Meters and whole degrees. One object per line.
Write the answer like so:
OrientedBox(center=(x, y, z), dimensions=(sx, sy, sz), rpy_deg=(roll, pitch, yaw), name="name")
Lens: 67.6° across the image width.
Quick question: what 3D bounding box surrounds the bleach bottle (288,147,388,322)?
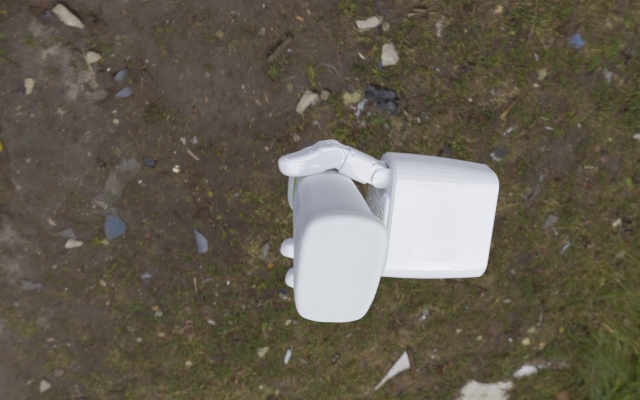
OrientedBox(center=(0.000, 0.002, 0.472), dimensions=(0.068, 0.103, 0.250), rpy_deg=(5, 26, -10), name="bleach bottle")
